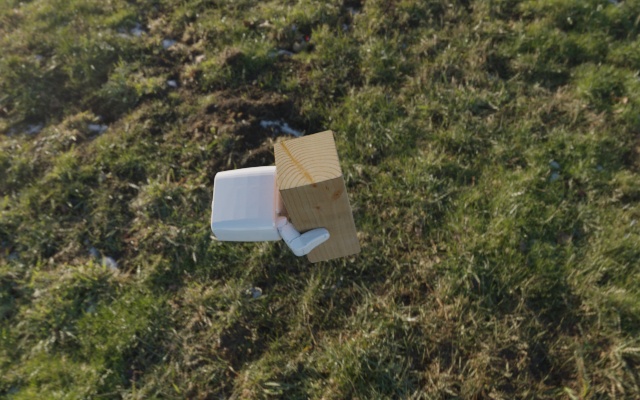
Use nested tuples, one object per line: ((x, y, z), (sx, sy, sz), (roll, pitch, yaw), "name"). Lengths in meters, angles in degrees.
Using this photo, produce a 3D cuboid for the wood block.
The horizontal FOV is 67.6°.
((0.000, 0.003, 0.743), (0.090, 0.090, 0.206), (-13, -37, 4), "wood block")
